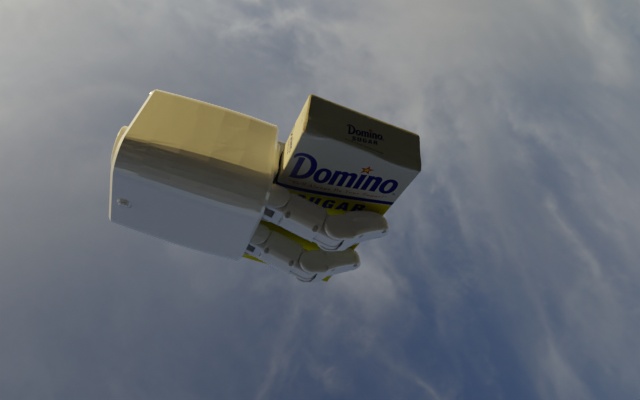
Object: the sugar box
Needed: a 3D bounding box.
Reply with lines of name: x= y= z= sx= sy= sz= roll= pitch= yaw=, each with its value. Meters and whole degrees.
sugar box: x=0.000 y=0.002 z=0.403 sx=0.093 sy=0.048 sz=0.176 roll=18 pitch=-39 yaw=-13
